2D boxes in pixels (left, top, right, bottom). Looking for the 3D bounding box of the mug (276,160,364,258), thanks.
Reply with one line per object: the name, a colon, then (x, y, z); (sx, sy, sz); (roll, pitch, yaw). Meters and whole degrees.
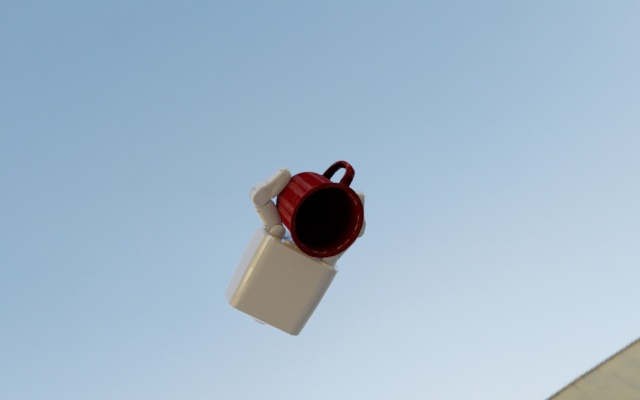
mug: (0.001, 0.001, 0.585); (0.093, 0.117, 0.081); (28, 5, -28)
